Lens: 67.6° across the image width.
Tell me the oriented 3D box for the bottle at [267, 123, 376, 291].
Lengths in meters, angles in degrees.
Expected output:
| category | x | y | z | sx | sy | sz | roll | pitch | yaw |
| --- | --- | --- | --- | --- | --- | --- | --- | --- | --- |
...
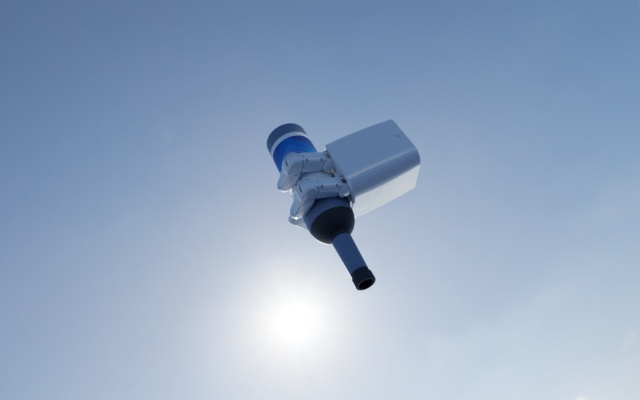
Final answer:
| category | x | y | z | sx | sy | sz | roll | pitch | yaw |
| --- | --- | --- | --- | --- | --- | --- | --- | --- | --- |
| bottle | 0.000 | 0.002 | 0.671 | 0.069 | 0.069 | 0.295 | 0 | 42 | -30 |
